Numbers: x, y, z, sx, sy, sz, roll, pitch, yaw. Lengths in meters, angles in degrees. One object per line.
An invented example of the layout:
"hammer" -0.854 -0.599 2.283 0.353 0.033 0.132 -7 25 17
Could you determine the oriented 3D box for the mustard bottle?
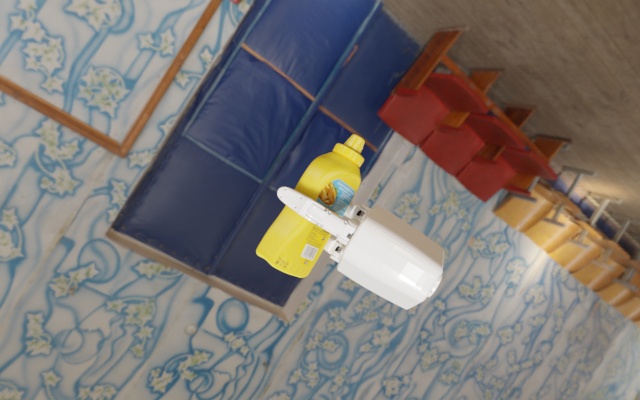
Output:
"mustard bottle" 0.000 0.002 0.605 0.058 0.191 0.096 31 -1 32
